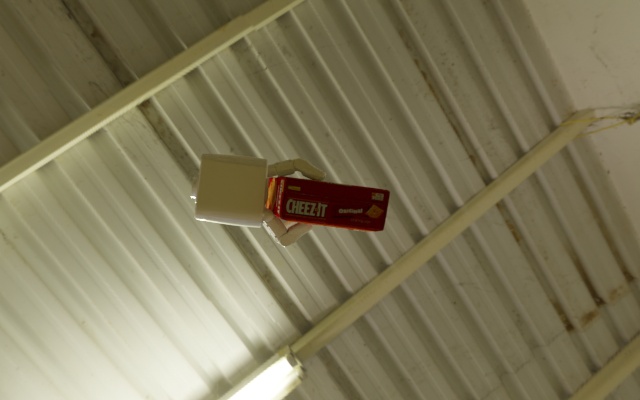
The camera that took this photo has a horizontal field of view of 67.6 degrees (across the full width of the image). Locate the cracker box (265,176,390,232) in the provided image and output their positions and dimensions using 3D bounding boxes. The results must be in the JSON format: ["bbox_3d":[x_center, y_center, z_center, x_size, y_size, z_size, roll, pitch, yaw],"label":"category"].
[{"bbox_3d":[0.000,0.002,0.804,0.164,0.072,0.213,7,2,-13],"label":"cracker box"}]
